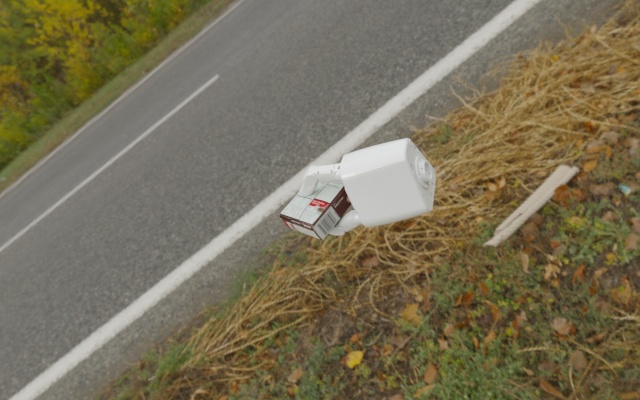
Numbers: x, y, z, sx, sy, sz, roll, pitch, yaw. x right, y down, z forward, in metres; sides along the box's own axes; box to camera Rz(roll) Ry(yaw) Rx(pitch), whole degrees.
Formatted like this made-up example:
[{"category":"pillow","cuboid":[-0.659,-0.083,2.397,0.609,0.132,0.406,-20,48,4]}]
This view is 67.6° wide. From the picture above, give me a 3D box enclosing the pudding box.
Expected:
[{"category":"pudding box","cuboid":[0.000,0.002,0.773,0.090,0.113,0.039,15,-32,49]}]
